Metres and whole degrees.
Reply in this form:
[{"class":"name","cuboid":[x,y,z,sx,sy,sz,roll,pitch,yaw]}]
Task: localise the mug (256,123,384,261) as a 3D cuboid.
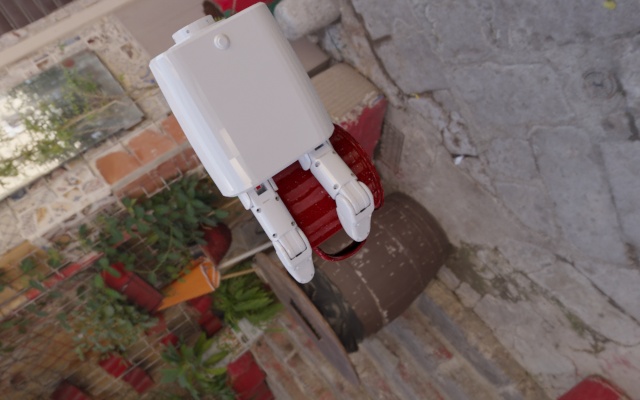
[{"class":"mug","cuboid":[0.001,0.003,0.421,0.081,0.117,0.093,-35,21,-16]}]
